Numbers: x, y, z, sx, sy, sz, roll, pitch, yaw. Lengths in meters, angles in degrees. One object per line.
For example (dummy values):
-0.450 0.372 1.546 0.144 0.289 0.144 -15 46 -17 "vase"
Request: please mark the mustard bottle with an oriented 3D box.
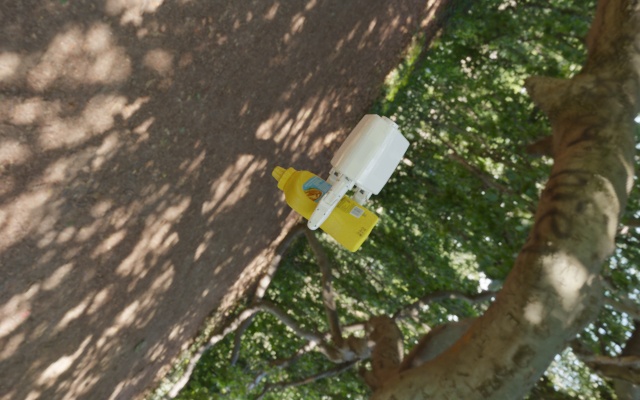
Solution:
0.000 0.003 0.797 0.191 0.058 0.096 35 32 8 "mustard bottle"
